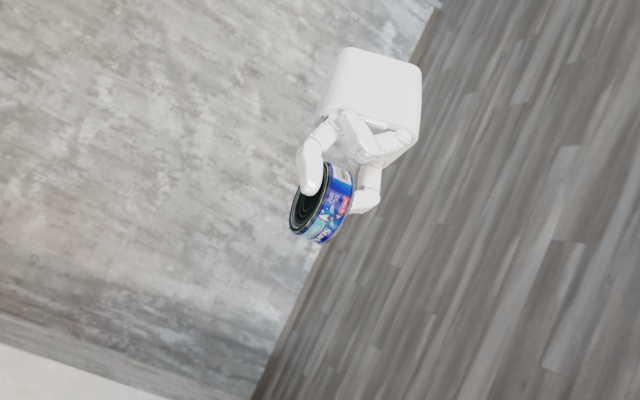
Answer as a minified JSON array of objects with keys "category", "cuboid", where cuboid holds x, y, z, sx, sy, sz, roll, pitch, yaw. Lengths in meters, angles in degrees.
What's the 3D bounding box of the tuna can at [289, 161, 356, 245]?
[{"category":"tuna can","cuboid":[0.000,0.002,0.513,0.034,0.086,0.086,24,-9,-22]}]
